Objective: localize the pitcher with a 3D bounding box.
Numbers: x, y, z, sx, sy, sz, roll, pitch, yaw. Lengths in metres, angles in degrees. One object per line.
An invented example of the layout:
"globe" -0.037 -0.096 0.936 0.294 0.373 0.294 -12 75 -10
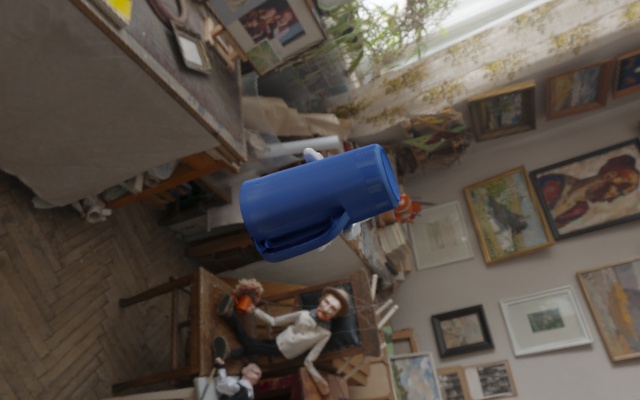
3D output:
"pitcher" 0.000 0.002 0.777 0.243 0.149 0.145 -18 -6 16
